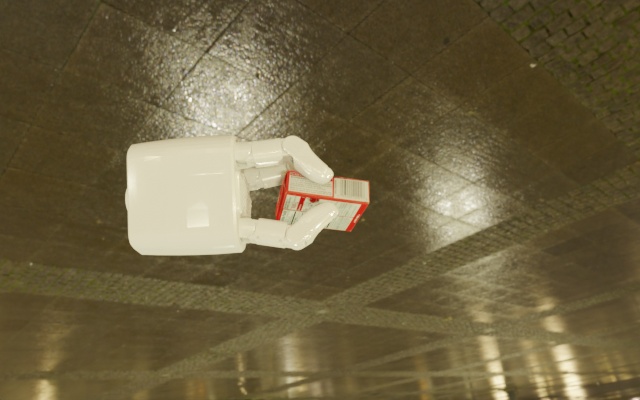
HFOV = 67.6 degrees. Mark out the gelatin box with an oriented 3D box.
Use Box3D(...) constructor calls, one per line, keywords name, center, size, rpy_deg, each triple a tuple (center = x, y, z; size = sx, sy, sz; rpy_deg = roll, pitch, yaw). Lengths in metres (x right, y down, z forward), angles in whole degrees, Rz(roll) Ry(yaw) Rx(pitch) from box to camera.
Box3D(name="gelatin box", center=(0.000, 0.002, 0.509), size=(0.089, 0.030, 0.073), rpy_deg=(7, -28, -9))
